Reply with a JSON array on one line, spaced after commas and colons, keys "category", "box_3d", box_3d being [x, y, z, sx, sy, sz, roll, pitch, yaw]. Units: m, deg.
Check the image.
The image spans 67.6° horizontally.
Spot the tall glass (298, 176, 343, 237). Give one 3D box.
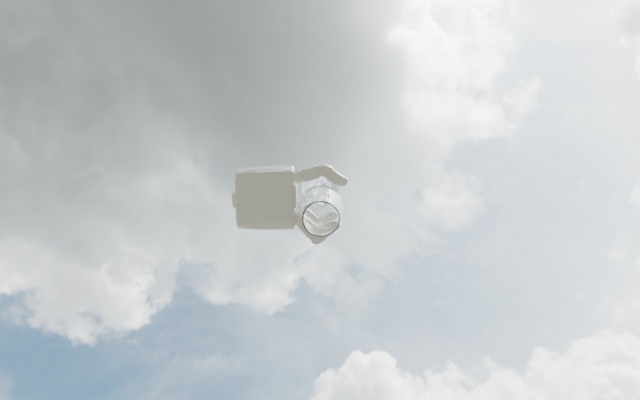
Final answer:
[{"category": "tall glass", "box_3d": [0.000, 0.003, 0.865, 0.079, 0.079, 0.201, 0, 16, -1]}]
